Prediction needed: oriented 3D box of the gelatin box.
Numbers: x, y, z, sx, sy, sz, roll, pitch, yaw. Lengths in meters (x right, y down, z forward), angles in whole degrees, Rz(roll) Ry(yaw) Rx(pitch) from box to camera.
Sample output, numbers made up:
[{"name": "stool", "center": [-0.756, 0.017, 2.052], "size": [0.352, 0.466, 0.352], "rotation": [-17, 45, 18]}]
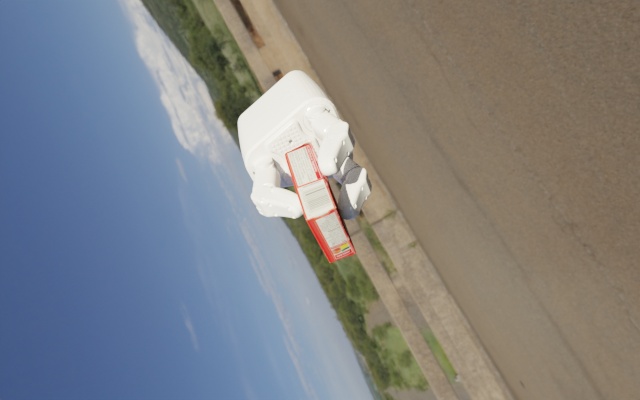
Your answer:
[{"name": "gelatin box", "center": [0.000, 0.002, 0.442], "size": [0.030, 0.089, 0.073], "rotation": [-22, -41, 3]}]
